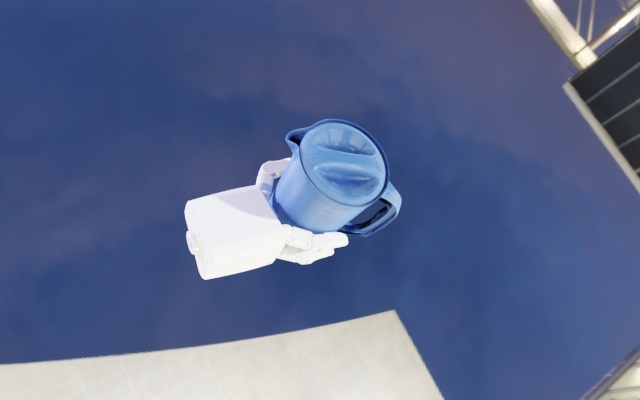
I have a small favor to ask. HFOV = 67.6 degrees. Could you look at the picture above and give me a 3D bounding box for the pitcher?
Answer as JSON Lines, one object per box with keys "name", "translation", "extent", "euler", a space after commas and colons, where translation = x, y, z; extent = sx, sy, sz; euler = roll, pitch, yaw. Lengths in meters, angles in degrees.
{"name": "pitcher", "translation": [0.000, 0.002, 0.726], "extent": [0.145, 0.149, 0.243], "euler": [-12, -20, -28]}
